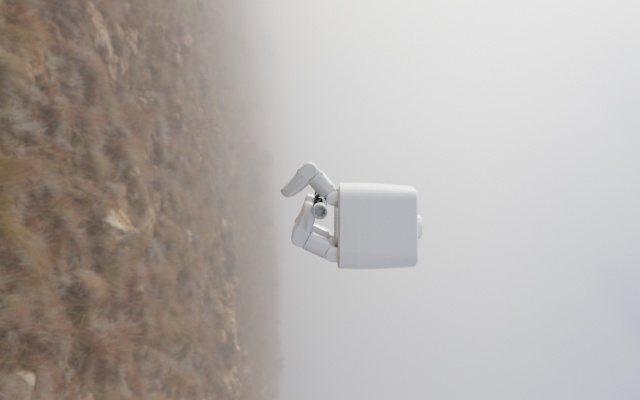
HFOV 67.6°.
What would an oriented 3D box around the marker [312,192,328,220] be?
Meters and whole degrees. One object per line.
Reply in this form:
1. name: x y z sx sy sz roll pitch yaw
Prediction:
1. marker: 0.000 0.002 0.639 0.020 0.020 0.121 0 12 1
